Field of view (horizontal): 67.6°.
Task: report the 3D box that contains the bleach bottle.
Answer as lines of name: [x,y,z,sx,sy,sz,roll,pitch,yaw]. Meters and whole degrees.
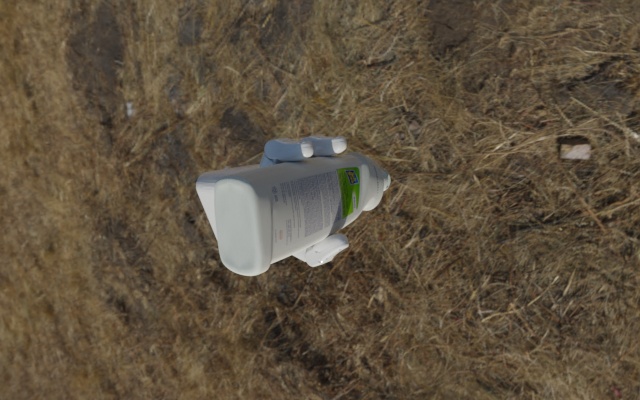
bleach bottle: [0.000,0.002,0.546,0.068,0.102,0.251,5,13,41]
